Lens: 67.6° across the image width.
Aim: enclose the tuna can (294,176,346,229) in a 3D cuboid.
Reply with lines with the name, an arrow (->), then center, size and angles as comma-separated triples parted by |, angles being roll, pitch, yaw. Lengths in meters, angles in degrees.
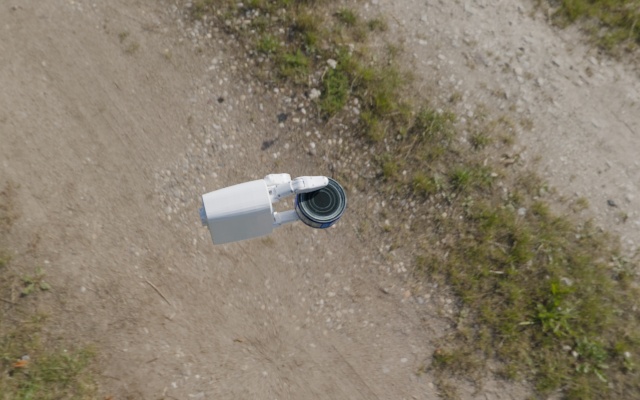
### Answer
tuna can -> 0.000, 0.002, 0.810 | 0.086, 0.086, 0.034 | 0, -20, -11
